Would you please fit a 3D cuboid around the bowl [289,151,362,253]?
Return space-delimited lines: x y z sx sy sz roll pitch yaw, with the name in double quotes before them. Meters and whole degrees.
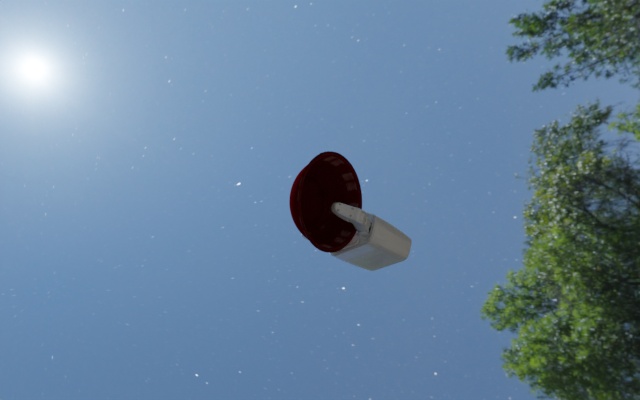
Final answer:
"bowl" -0.001 0.002 0.777 0.055 0.162 0.162 0 0 40
